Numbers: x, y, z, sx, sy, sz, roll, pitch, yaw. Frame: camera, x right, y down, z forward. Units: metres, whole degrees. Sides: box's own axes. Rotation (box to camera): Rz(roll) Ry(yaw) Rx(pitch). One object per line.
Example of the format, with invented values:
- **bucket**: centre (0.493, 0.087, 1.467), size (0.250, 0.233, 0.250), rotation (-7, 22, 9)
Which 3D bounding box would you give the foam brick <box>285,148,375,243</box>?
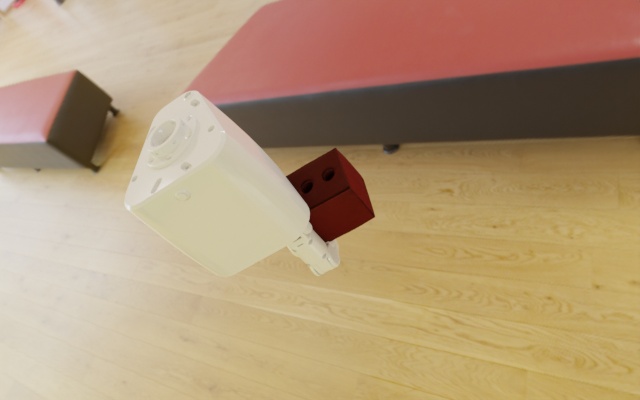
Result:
- **foam brick**: centre (0.000, 0.001, 0.428), size (0.078, 0.053, 0.051), rotation (-29, -46, 14)
